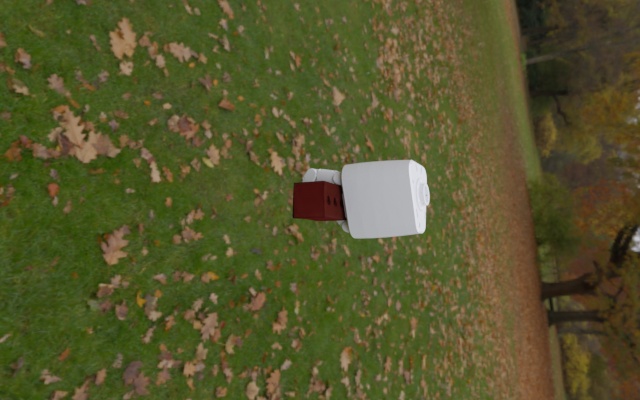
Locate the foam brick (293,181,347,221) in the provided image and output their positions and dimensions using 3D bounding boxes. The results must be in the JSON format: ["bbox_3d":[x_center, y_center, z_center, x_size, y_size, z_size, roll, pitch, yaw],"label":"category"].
[{"bbox_3d":[0.000,0.002,0.703,0.051,0.053,0.078,-2,-6,27],"label":"foam brick"}]
